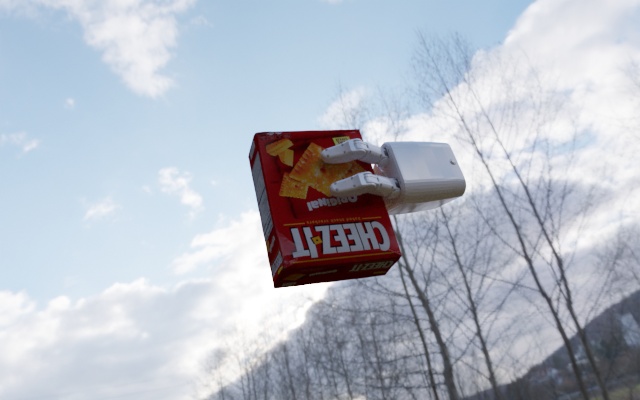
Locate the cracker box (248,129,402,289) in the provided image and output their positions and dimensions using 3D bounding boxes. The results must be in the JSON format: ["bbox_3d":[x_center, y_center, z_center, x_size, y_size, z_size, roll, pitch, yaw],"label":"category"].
[{"bbox_3d":[0.000,0.002,0.662,0.164,0.213,0.072,-4,-31,-20],"label":"cracker box"}]
